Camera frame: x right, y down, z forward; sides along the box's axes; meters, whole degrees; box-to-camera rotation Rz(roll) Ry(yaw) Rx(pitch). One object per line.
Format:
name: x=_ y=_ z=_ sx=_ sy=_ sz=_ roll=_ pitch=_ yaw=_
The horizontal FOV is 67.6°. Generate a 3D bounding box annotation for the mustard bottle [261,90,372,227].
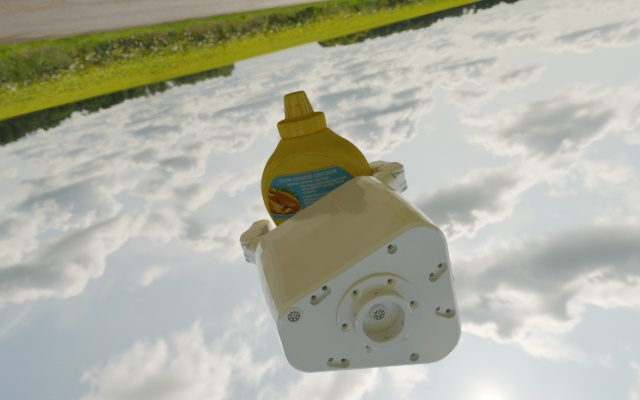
mustard bottle: x=0.000 y=0.001 z=0.416 sx=0.096 sy=0.192 sz=0.058 roll=-9 pitch=18 yaw=15
